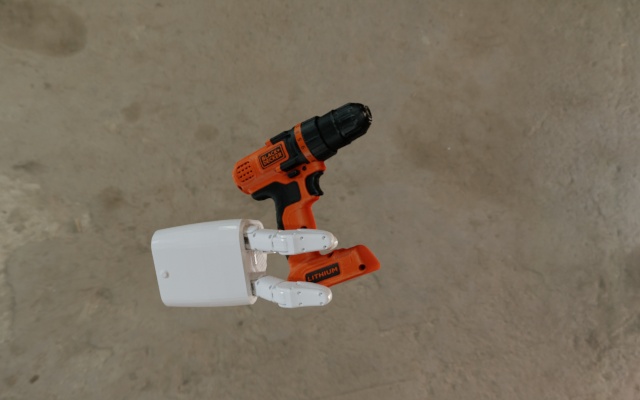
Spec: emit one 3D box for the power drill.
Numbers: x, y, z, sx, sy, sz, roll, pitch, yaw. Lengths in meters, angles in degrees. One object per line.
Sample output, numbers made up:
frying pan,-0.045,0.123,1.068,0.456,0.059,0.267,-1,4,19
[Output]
power drill,0.000,0.002,0.542,0.184,0.187,0.057,-25,-14,24
